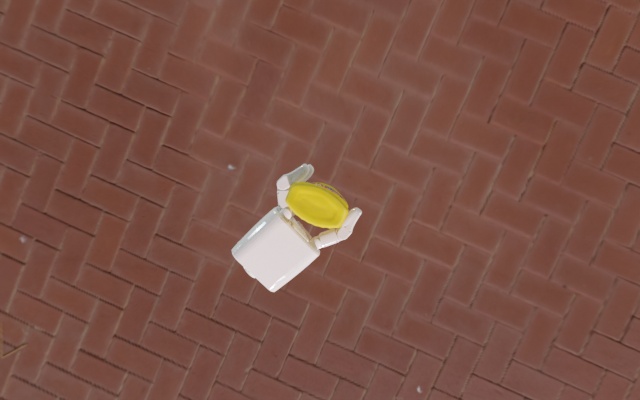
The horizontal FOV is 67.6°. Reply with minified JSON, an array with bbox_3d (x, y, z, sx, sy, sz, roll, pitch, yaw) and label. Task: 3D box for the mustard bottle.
[{"bbox_3d":[0.000,0.002,0.808,0.096,0.058,0.191,24,5,2],"label":"mustard bottle"}]
